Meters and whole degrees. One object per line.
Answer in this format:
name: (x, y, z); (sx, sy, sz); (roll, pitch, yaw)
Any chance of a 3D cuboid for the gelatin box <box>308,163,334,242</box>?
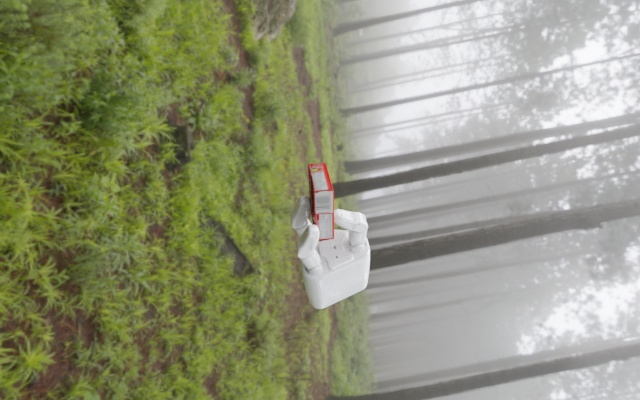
gelatin box: (0.001, 0.002, 0.688); (0.030, 0.089, 0.073); (-5, 37, -5)
